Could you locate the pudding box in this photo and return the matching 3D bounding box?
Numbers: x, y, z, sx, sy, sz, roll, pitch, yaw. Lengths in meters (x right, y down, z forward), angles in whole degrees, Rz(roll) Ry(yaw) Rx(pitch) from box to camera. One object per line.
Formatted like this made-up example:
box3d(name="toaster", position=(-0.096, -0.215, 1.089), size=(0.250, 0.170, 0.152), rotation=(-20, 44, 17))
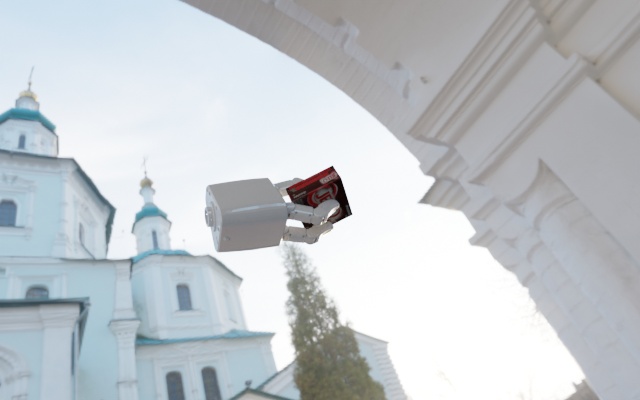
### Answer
box3d(name="pudding box", position=(0.000, 0.003, 0.813), size=(0.090, 0.039, 0.114), rotation=(-26, -36, -3))
